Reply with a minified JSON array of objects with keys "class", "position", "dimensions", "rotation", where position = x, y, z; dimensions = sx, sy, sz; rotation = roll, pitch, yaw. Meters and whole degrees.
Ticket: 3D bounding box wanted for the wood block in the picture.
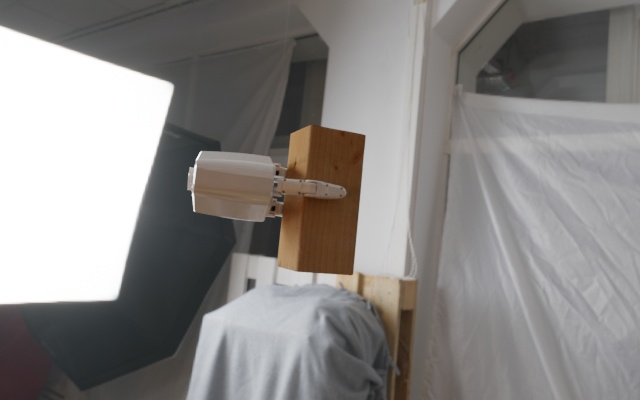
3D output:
[{"class":"wood block","position":[0.000,0.002,0.713],"dimensions":[0.090,0.206,0.091],"rotation":[7,-4,-23]}]
